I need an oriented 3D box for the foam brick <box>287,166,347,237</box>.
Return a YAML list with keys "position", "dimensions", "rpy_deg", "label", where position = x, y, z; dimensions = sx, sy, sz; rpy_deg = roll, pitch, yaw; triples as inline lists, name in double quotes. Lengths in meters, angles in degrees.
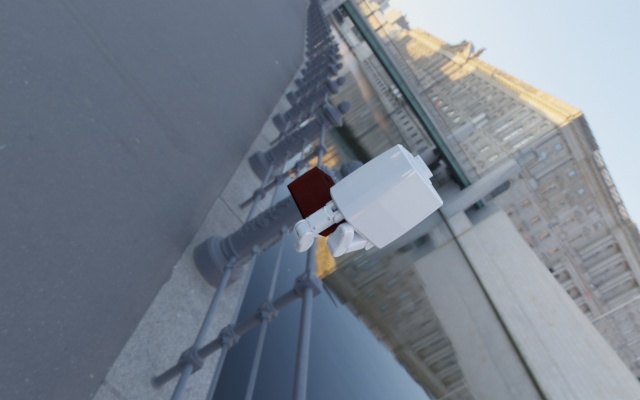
- position: [0.000, 0.002, 0.658]
  dimensions: [0.051, 0.078, 0.053]
  rpy_deg: [-36, -28, 15]
  label: "foam brick"
